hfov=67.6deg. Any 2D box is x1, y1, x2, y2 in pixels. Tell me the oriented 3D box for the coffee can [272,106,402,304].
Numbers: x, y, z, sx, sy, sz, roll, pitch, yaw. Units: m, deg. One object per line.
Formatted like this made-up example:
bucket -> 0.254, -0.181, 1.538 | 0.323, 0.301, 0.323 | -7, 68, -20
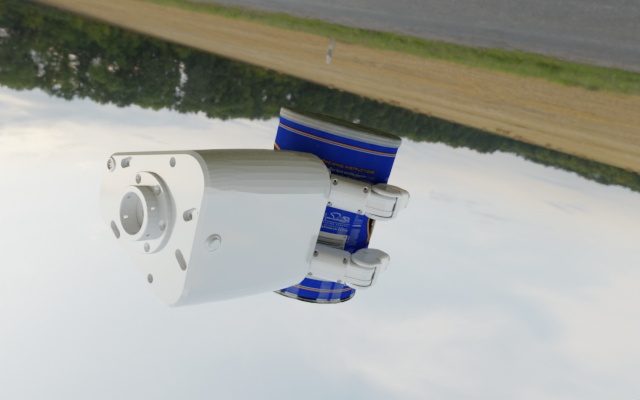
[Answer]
coffee can -> 0.000, 0.001, 0.408 | 0.103, 0.140, 0.102 | 14, 13, -3
